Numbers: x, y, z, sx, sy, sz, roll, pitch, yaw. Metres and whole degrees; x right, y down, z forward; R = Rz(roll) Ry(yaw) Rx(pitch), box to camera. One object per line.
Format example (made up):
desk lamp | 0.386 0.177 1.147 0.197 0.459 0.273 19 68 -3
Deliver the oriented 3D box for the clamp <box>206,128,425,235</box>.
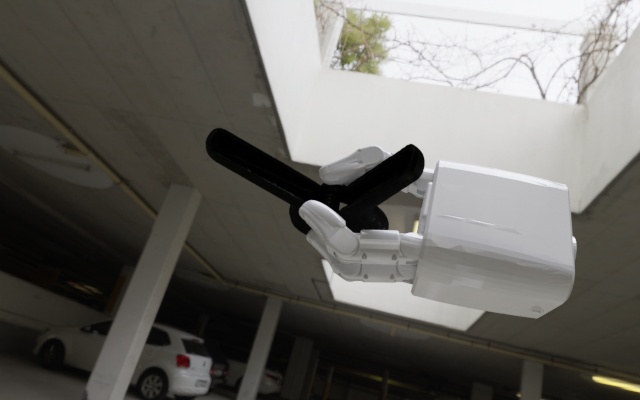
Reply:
clamp | 0.001 0.001 0.422 0.164 0.036 0.210 11 -23 11
